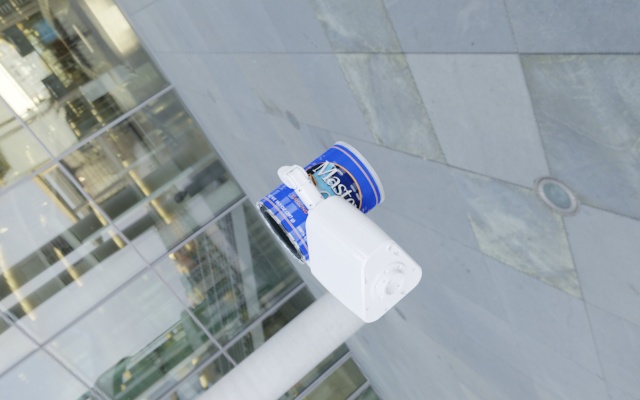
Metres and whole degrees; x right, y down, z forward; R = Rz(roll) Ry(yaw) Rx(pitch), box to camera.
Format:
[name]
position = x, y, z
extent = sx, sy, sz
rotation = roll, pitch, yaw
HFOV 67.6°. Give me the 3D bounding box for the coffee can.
[coffee can]
position = 0.000, 0.002, 0.639
extent = 0.140, 0.103, 0.103
rotation = -38, 10, -14
